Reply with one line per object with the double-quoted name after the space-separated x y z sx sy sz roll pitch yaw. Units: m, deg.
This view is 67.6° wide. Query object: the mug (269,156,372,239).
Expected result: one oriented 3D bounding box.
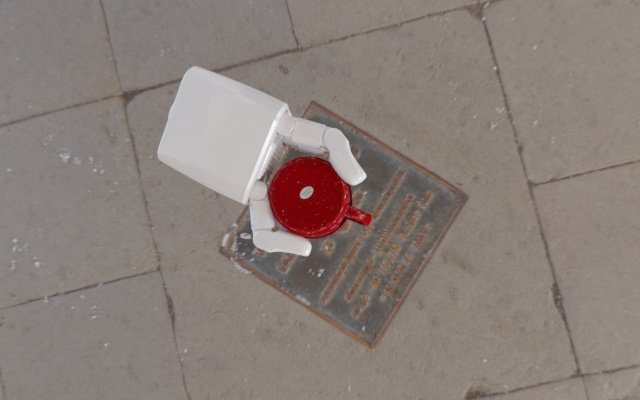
0.001 0.002 0.519 0.117 0.093 0.081 24 -1 4 "mug"
